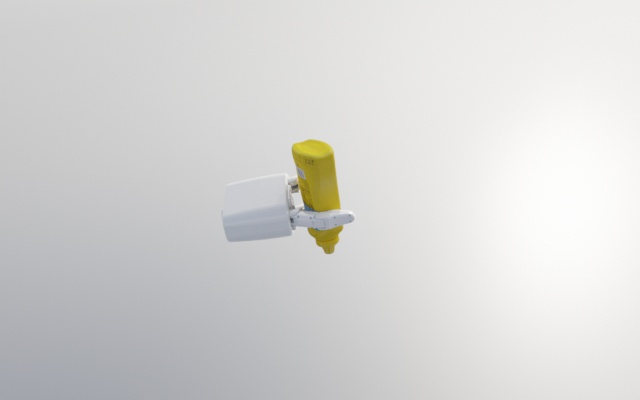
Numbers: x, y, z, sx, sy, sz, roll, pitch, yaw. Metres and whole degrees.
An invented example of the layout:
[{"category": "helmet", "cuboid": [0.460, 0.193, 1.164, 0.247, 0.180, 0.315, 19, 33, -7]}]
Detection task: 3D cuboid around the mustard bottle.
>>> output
[{"category": "mustard bottle", "cuboid": [0.000, 0.002, 0.775, 0.058, 0.192, 0.096, -19, 26, -20]}]
